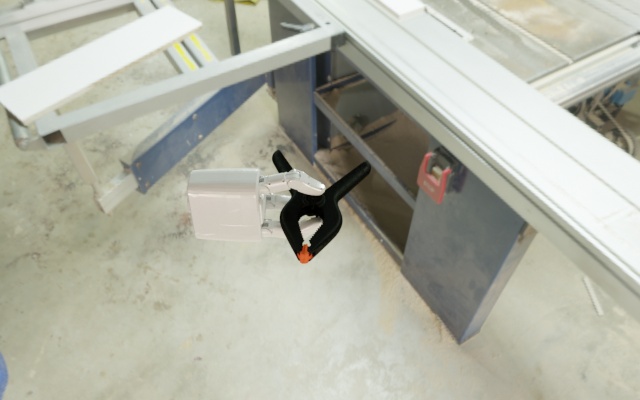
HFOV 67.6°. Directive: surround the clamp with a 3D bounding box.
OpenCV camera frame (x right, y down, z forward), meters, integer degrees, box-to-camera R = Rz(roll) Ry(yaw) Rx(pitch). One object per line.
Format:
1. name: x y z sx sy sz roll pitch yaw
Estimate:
1. clamp: 0.000 0.002 0.738 0.164 0.209 0.036 1 -39 0
